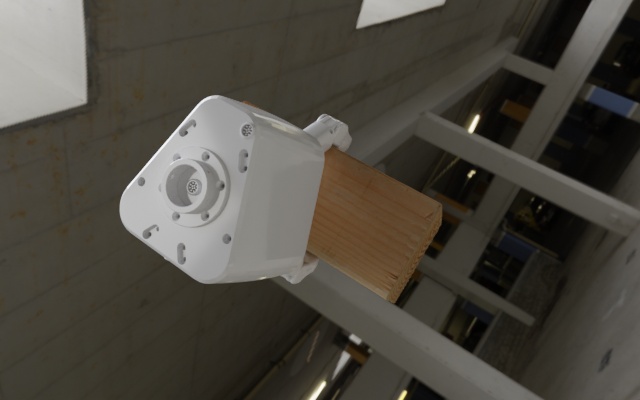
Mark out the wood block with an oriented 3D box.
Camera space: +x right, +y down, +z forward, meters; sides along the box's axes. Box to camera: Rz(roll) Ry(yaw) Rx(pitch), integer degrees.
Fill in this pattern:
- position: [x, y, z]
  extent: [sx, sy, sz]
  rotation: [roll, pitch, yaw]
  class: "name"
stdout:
- position: [0.000, 0.001, 0.448]
  extent: [0.206, 0.091, 0.090]
  rotation: [30, -5, 19]
  class: "wood block"
